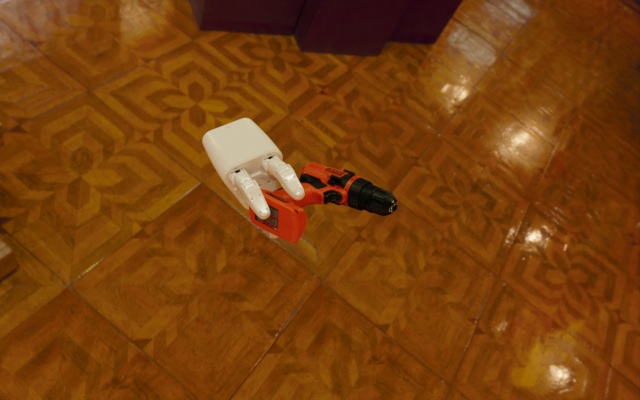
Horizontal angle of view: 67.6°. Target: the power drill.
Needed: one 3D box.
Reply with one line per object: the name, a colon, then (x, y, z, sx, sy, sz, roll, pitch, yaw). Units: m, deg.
power drill: (0.000, 0.002, 0.731, 0.184, 0.057, 0.187, 21, 29, 36)
